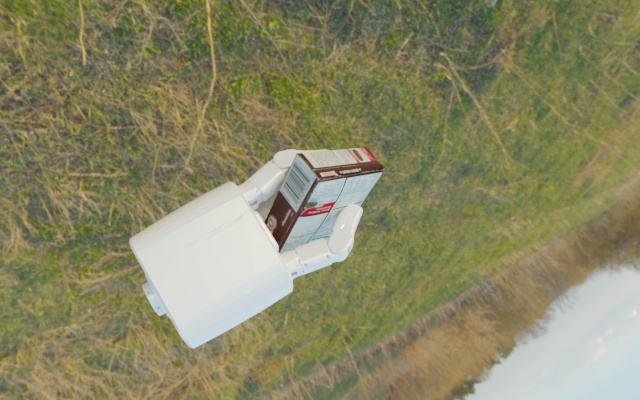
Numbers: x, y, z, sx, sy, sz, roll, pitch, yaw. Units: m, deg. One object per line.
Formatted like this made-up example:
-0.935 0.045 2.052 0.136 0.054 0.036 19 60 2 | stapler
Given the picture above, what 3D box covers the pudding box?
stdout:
0.000 0.002 0.475 0.090 0.039 0.113 -11 -35 -40 | pudding box
